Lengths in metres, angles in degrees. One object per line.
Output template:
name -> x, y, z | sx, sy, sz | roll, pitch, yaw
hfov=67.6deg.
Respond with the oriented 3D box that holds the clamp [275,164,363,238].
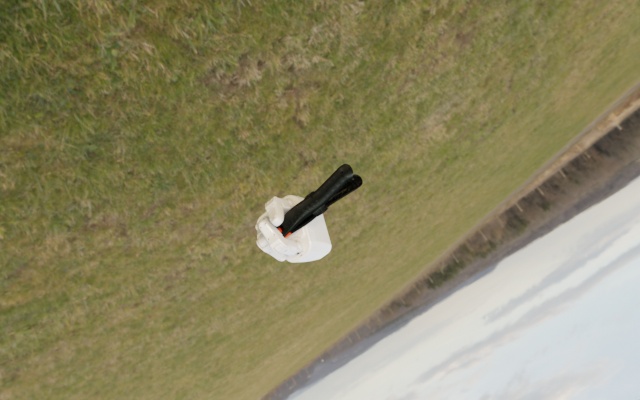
clamp -> 0.000, 0.003, 0.793 | 0.171, 0.039, 0.120 | -37, -18, 16
